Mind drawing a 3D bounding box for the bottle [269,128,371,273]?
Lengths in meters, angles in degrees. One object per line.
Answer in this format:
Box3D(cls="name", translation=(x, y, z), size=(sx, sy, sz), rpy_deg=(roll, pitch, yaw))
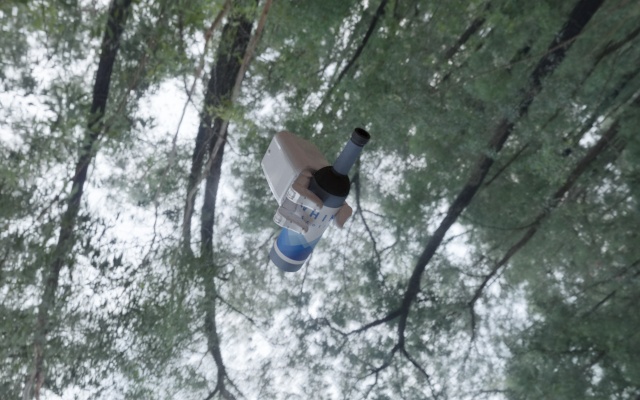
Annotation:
Box3D(cls="bottle", translation=(0.000, 0.003, 0.804), size=(0.069, 0.296, 0.069), rpy_deg=(21, 35, -15))
